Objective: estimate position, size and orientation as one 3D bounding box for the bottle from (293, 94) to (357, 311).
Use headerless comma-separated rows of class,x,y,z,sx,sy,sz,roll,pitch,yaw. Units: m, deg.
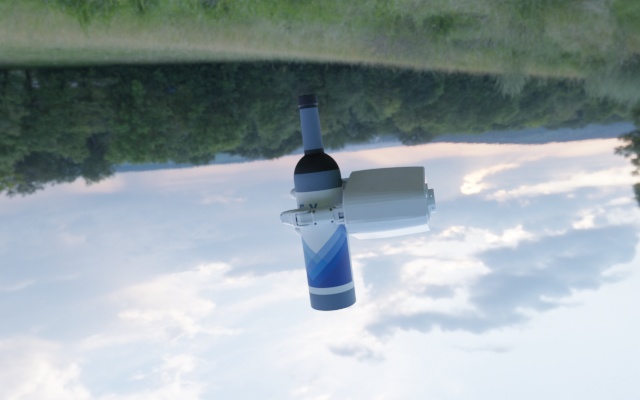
bottle,0.000,0.002,0.668,0.069,0.296,0.069,-7,6,1
